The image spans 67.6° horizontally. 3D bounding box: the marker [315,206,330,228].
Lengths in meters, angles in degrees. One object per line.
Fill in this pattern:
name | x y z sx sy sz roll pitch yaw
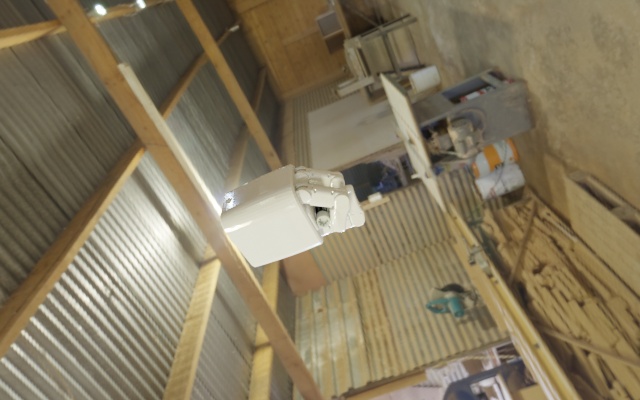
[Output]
marker | 0.000 0.002 0.686 0.020 0.020 0.121 0 26 -4
